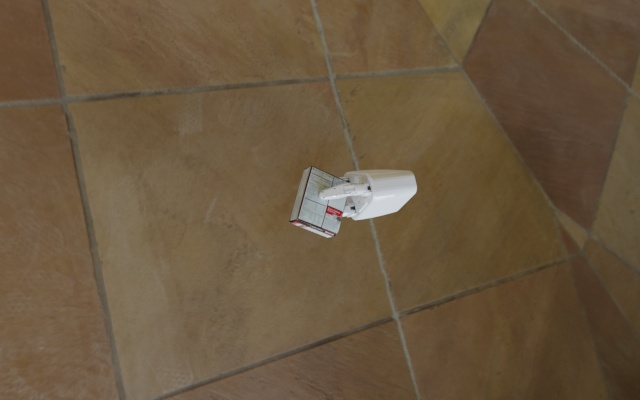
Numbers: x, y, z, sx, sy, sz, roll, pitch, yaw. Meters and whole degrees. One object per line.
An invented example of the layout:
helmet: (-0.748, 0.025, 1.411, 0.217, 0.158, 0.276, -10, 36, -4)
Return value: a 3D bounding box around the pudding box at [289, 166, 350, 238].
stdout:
pudding box: (0.000, 0.003, 0.896, 0.090, 0.113, 0.039, 22, -22, -21)
